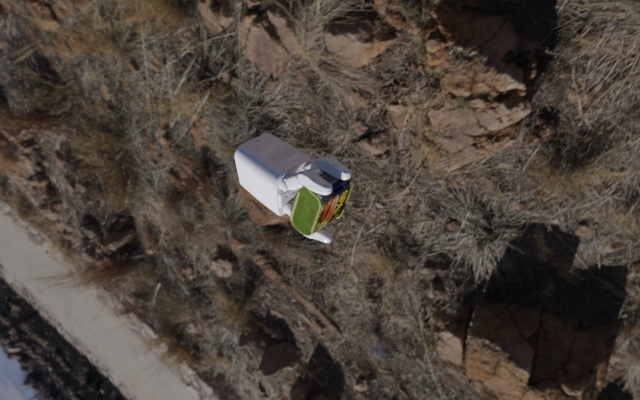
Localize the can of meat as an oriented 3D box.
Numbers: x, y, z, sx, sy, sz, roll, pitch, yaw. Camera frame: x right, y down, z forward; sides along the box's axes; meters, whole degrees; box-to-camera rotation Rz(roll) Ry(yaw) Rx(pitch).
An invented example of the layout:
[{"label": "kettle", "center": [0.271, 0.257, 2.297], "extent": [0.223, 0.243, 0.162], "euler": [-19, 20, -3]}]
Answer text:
[{"label": "can of meat", "center": [0.000, 0.003, 0.811], "extent": [0.057, 0.102, 0.084], "euler": [38, 45, 20]}]
